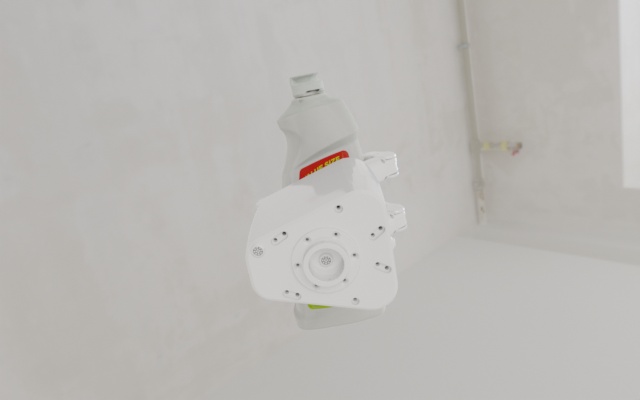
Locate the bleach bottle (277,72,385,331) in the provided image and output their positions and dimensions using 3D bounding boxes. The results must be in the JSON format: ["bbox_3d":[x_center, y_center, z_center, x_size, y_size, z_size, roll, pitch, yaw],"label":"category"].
[{"bbox_3d":[0.000,0.002,0.483,0.102,0.251,0.068,-11,15,2],"label":"bleach bottle"}]
